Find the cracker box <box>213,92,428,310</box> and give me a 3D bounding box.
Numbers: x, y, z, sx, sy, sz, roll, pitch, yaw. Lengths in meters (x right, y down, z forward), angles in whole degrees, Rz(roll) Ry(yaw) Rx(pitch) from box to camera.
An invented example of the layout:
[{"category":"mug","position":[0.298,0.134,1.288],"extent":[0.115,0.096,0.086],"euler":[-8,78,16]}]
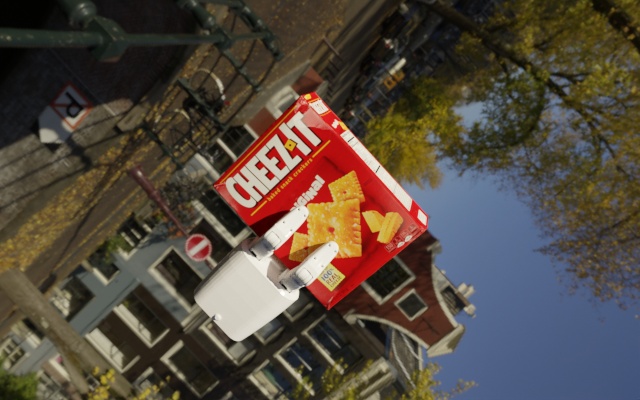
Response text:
[{"category":"cracker box","position":[0.000,0.002,0.588],"extent":[0.164,0.214,0.072],"euler":[-42,3,19]}]
